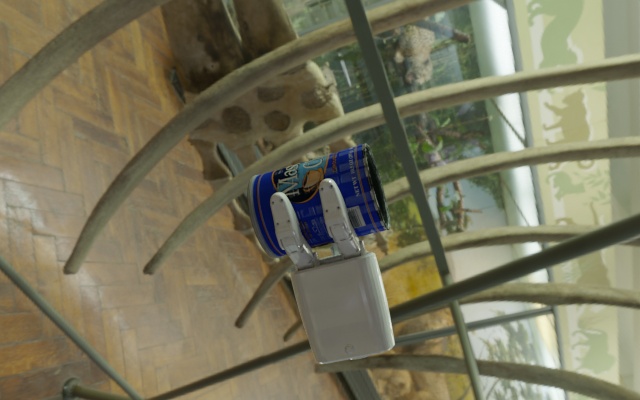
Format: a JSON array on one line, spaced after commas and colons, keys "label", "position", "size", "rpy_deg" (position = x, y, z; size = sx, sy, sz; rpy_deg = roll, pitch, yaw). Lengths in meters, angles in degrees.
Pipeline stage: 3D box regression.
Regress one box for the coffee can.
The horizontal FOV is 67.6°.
[{"label": "coffee can", "position": [0.000, 0.002, 0.558], "size": [0.140, 0.103, 0.103], "rpy_deg": [-15, -4, 13]}]
